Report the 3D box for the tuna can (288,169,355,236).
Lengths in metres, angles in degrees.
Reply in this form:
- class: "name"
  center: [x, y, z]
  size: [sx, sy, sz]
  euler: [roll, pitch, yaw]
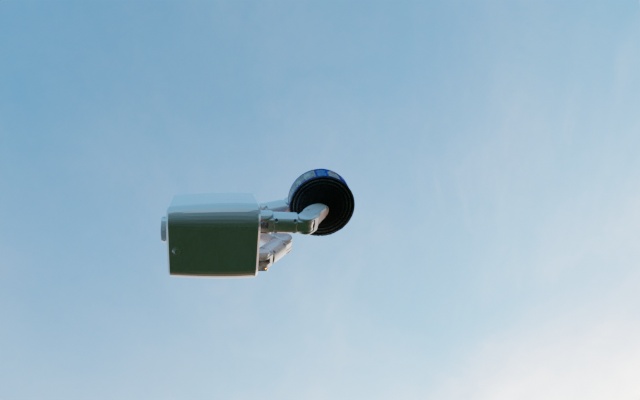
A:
- class: "tuna can"
  center: [0.000, 0.002, 0.632]
  size: [0.086, 0.086, 0.033]
  euler: [0, 25, -10]
